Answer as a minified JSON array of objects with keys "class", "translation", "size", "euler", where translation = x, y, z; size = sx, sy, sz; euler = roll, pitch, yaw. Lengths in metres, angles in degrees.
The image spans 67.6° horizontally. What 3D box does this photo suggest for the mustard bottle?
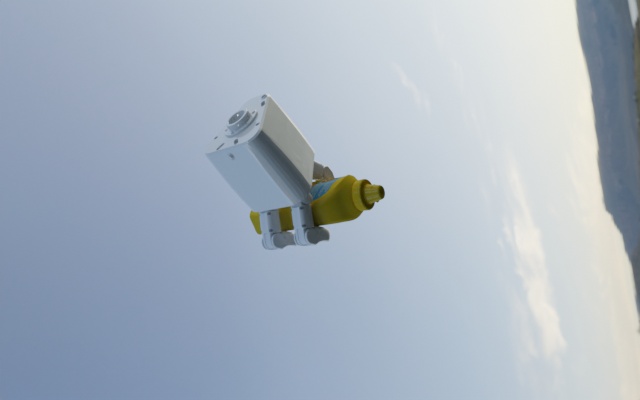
[{"class":"mustard bottle","translation":[0.000,0.002,0.656],"size":[0.191,0.058,0.096],"euler":[-10,18,35]}]
